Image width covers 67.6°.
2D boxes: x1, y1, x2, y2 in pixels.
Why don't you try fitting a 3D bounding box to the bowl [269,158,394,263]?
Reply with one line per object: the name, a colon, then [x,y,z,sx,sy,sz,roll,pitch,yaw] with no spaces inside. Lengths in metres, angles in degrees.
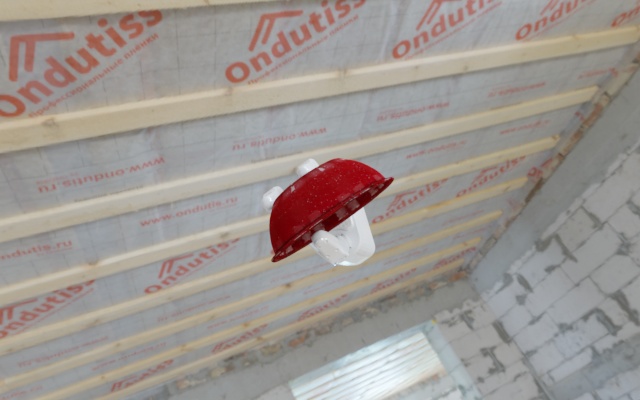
bowl: [0.000,0.001,0.527,0.162,0.055,0.162,-34,-7,-5]
